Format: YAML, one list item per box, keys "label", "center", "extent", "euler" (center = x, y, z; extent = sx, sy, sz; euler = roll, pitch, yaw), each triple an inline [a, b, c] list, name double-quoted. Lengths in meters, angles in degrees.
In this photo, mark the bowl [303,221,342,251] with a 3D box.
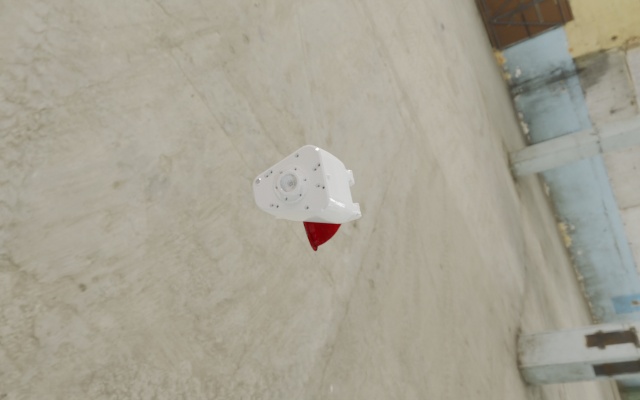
- label: "bowl"
  center: [0.001, 0.002, 0.817]
  extent: [0.055, 0.162, 0.162]
  euler: [-12, -1, 5]
